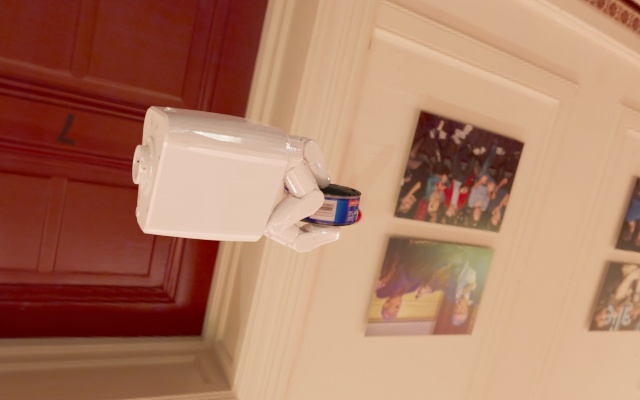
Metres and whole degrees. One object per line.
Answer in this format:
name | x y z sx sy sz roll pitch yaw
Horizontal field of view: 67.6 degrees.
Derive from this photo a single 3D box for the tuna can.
tuna can | 0.000 0.002 0.523 0.086 0.034 0.086 8 10 -1
